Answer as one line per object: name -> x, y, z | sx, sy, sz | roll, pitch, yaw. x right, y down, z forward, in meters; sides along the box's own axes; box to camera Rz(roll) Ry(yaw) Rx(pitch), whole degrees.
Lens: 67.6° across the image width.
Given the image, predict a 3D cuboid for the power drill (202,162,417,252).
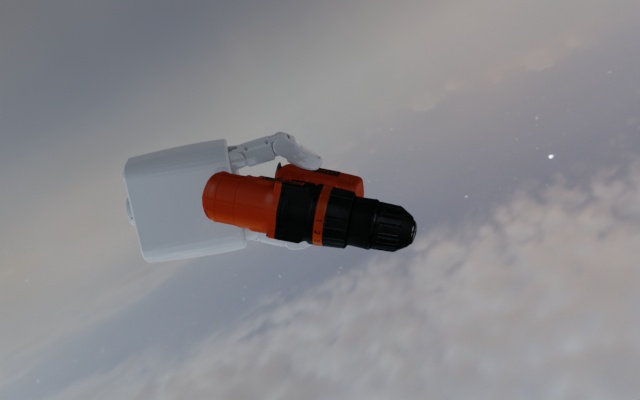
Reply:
power drill -> 0.000, 0.002, 0.474 | 0.184, 0.057, 0.187 | 12, 7, 7
